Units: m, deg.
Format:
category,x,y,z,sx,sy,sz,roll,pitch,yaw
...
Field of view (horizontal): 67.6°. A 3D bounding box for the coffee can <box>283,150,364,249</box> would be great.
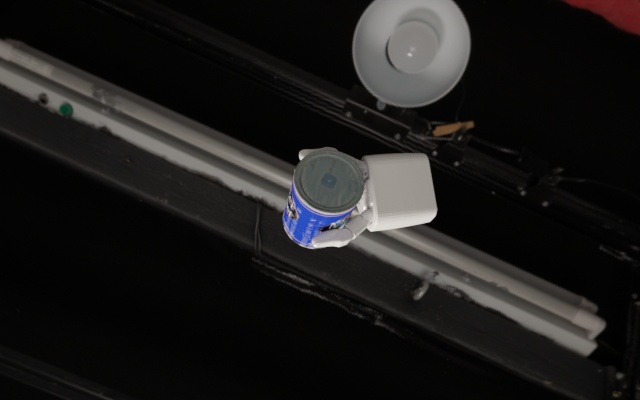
category,x,y,z,sx,sy,sz,roll,pitch,yaw
coffee can,0.000,0.002,0.737,0.103,0.102,0.140,0,-26,-12
